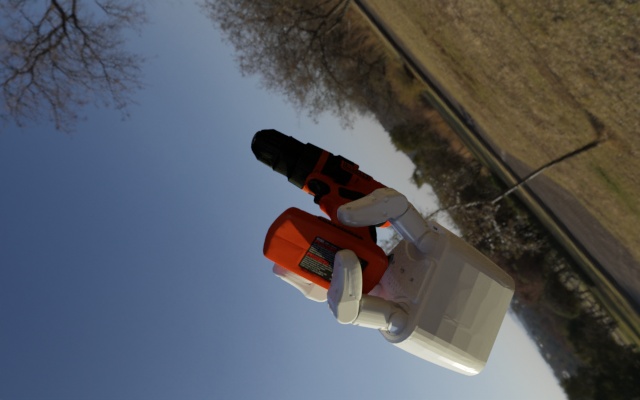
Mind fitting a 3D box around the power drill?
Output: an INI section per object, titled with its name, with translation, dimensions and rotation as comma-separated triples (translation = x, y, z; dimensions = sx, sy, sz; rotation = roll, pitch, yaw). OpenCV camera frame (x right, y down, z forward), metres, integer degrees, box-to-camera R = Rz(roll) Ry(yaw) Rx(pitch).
[power drill]
translation = 0.000, 0.002, 0.475
dimensions = 0.184, 0.057, 0.187
rotation = 26, 27, -6
